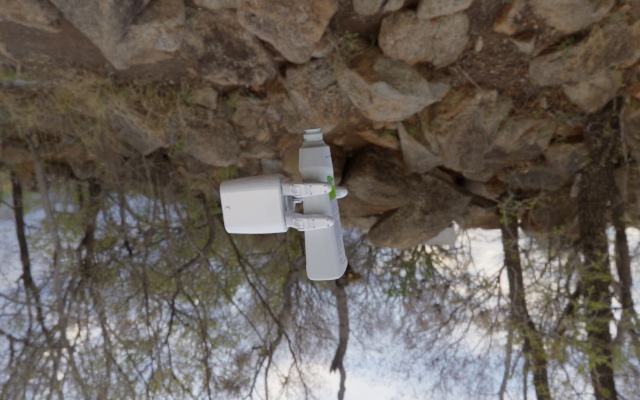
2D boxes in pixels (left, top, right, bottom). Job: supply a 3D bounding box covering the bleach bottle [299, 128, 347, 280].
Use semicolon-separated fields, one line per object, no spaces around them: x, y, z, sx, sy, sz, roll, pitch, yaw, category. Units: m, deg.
0.000;0.003;0.819;0.068;0.251;0.102;-4;11;9;bleach bottle
